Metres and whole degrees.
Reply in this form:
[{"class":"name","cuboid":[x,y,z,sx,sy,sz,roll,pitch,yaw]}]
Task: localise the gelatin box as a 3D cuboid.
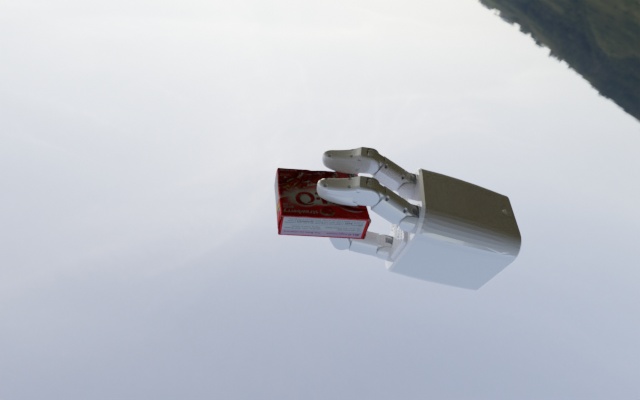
[{"class":"gelatin box","cuboid":[0.000,0.002,0.478,0.089,0.030,0.073,3,41,-11]}]
